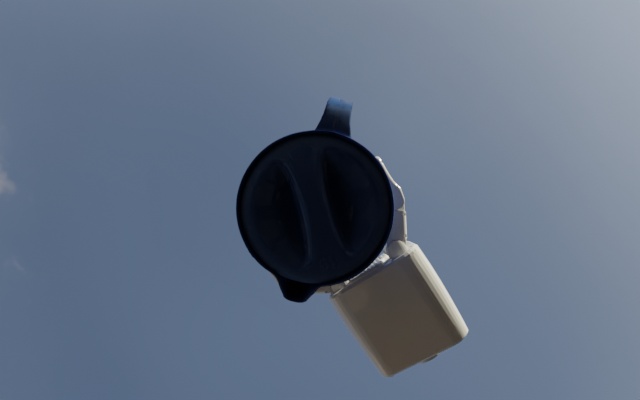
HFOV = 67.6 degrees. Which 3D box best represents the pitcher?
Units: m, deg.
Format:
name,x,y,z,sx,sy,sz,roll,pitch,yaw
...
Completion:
name,x,y,z,sx,sy,sz,roll,pitch,yaw
pitcher,0.000,0.002,0.514,0.149,0.145,0.243,-34,-2,-1
